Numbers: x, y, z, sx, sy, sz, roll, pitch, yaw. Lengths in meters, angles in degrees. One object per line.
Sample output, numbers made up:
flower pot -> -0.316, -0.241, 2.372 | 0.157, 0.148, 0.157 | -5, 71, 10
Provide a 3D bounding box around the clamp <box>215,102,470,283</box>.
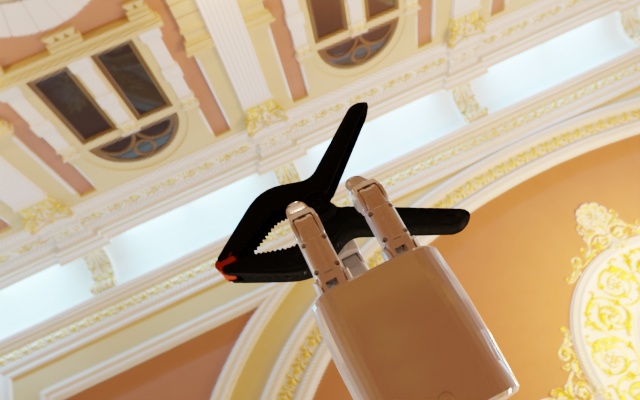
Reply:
clamp -> 0.000, 0.002, 0.428 | 0.210, 0.164, 0.036 | -25, -32, -5
